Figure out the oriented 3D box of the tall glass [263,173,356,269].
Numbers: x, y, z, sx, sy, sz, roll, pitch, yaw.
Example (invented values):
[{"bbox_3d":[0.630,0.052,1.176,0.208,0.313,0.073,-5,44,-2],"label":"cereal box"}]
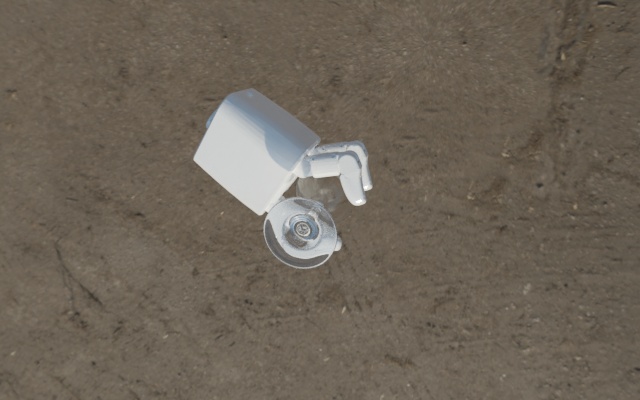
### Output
[{"bbox_3d":[0.000,0.002,0.554,0.079,0.079,0.201,0,18,13],"label":"tall glass"}]
